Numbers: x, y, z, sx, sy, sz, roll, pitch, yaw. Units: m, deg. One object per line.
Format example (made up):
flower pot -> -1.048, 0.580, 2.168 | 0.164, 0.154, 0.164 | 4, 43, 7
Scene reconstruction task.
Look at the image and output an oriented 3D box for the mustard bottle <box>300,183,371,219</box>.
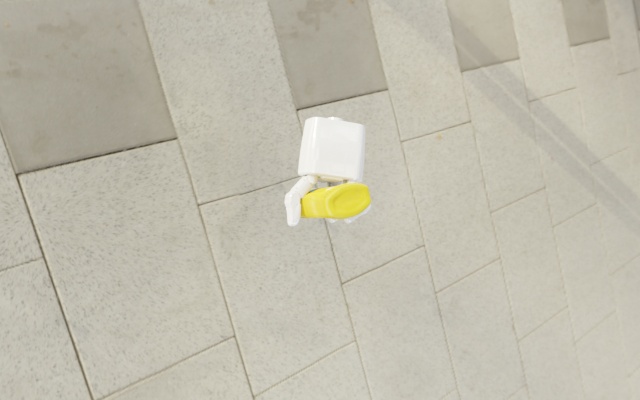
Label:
mustard bottle -> 0.000, 0.003, 0.877 | 0.096, 0.058, 0.191 | -19, 8, -30
